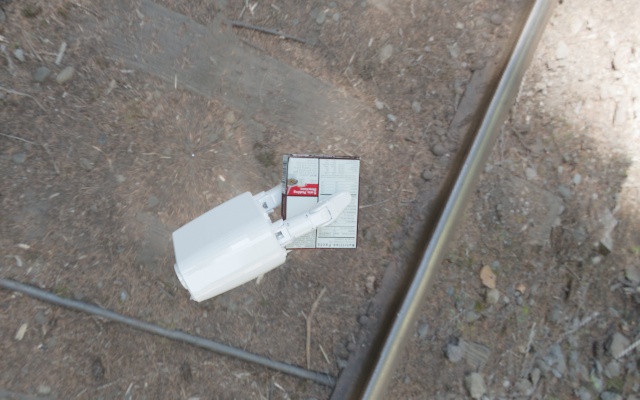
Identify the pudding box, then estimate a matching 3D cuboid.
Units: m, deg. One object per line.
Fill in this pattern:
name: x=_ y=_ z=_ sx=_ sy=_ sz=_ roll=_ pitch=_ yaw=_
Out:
pudding box: x=0.000 y=0.002 z=0.568 sx=0.090 sy=0.113 sz=0.039 roll=1 pitch=7 yaw=-11
